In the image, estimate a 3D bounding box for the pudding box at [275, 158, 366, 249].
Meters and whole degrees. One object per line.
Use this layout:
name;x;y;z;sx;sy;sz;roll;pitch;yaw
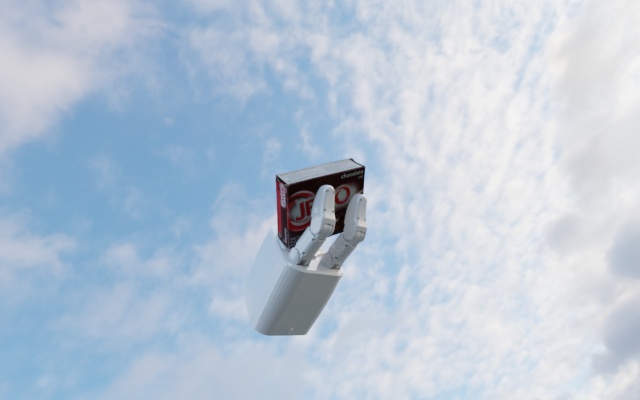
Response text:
pudding box;0.000;0.002;0.602;0.113;0.090;0.039;-17;35;-28
